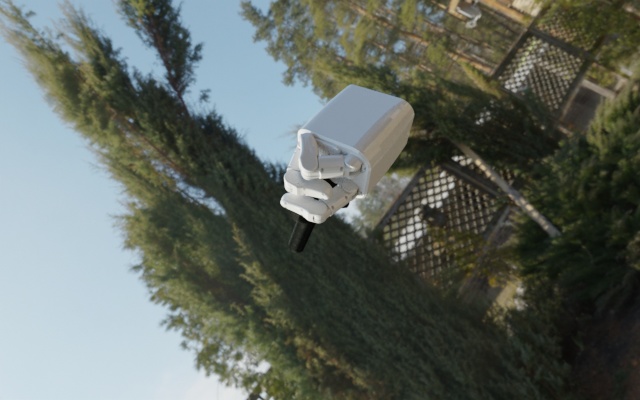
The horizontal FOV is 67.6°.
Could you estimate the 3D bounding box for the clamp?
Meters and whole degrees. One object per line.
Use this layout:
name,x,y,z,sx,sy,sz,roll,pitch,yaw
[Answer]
clamp,0.000,0.002,0.674,0.039,0.120,0.172,37,-24,15
